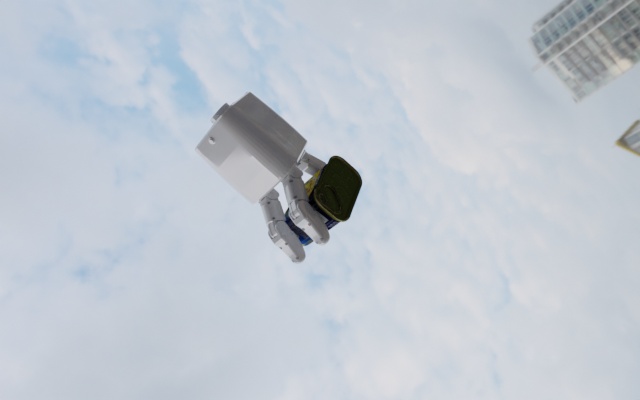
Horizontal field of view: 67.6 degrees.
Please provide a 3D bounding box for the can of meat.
[{"bbox_3d":[0.000,0.002,0.631,0.057,0.102,0.084,40,-49,-14],"label":"can of meat"}]
